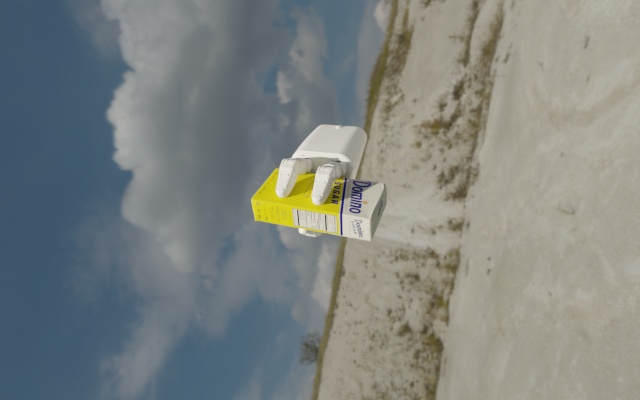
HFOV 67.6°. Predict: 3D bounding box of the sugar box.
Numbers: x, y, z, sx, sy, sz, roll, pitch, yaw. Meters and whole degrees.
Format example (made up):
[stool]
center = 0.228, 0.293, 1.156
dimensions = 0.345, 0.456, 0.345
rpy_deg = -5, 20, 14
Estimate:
[sugar box]
center = 0.000, 0.002, 0.688
dimensions = 0.176, 0.048, 0.093
rpy_deg = 6, 36, 19
